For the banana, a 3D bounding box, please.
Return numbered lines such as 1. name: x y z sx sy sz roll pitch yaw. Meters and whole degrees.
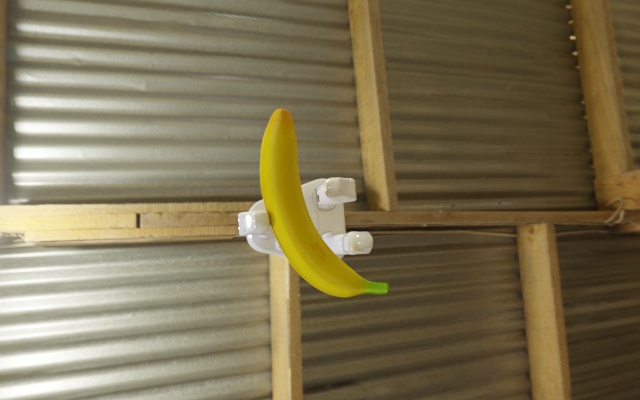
1. banana: -0.014 0.013 0.445 0.069 0.198 0.037 -29 -1 -7
